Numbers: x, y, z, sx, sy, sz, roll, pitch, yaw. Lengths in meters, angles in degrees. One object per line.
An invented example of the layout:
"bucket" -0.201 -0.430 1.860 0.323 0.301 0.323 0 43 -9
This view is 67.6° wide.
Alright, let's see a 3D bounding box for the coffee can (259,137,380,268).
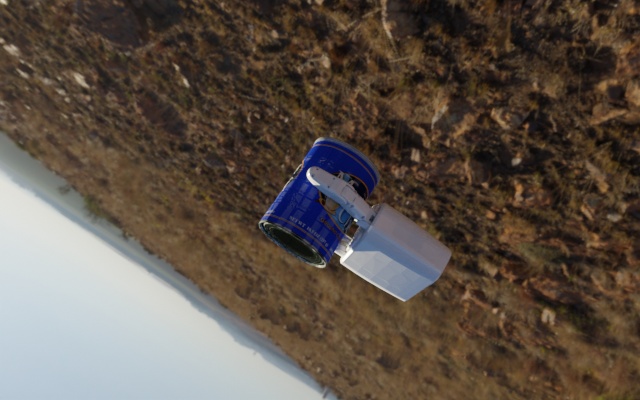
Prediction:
"coffee can" 0.000 0.002 0.629 0.103 0.140 0.103 30 -19 11
